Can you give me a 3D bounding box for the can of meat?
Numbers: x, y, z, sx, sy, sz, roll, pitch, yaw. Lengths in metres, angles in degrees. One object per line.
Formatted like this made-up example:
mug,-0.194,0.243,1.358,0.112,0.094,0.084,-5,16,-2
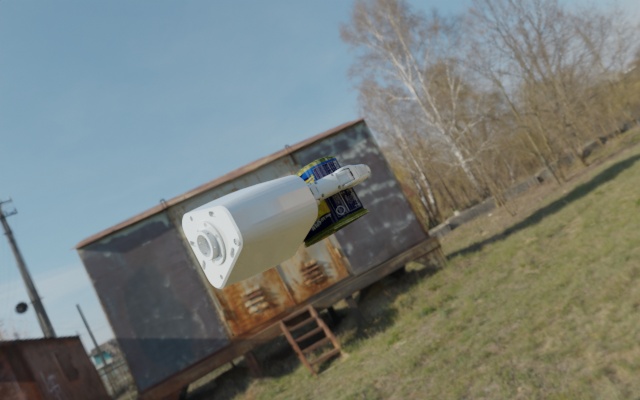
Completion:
can of meat,0.000,0.002,0.605,0.057,0.084,0.102,-24,-8,-39
